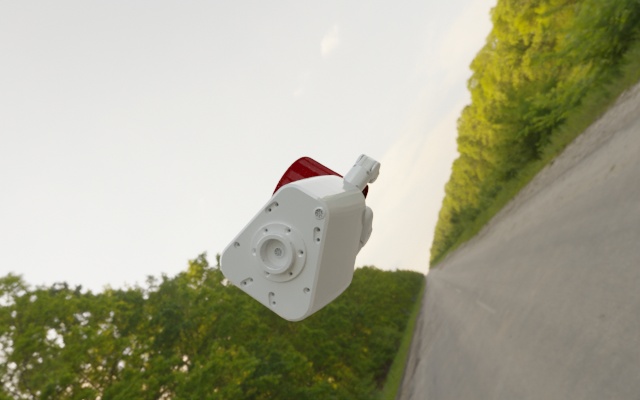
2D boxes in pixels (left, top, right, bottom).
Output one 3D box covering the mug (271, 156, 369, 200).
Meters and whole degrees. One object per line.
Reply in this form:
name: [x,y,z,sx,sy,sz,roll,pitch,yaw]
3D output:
mug: [0.000,0.002,0.550,0.081,0.093,0.117,31,13,14]
